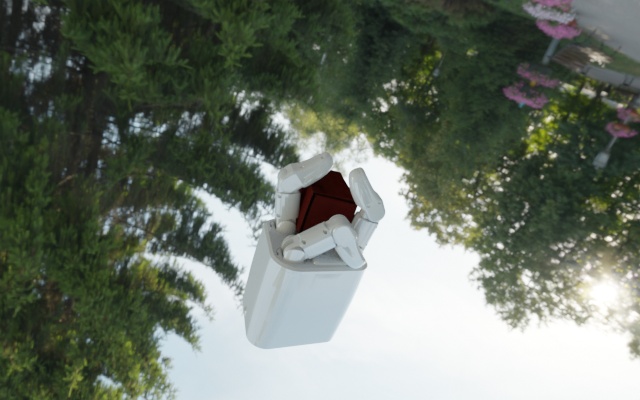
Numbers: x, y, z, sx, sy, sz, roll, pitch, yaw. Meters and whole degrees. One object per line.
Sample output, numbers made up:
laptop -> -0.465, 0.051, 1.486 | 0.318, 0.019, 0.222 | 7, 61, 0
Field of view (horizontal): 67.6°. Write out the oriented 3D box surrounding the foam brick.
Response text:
foam brick -> 0.000, 0.002, 0.517 | 0.053, 0.051, 0.078 | 12, 24, -19
